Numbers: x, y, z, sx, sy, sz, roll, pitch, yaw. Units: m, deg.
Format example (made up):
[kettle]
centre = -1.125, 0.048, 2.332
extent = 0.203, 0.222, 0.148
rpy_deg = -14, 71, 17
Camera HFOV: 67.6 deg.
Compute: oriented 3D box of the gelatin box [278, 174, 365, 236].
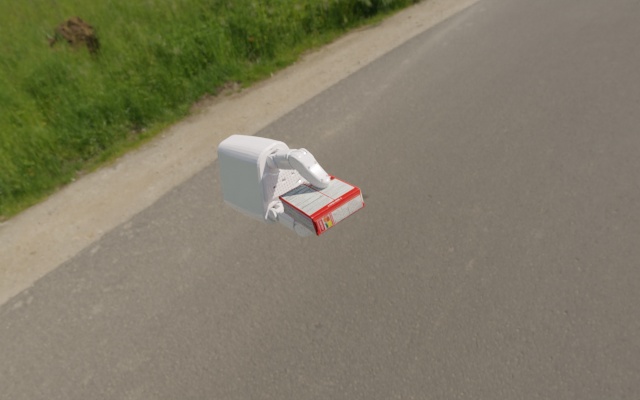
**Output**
[gelatin box]
centre = 0.000, 0.002, 0.602
extent = 0.073, 0.030, 0.089
rpy_deg = -31, 31, -21
